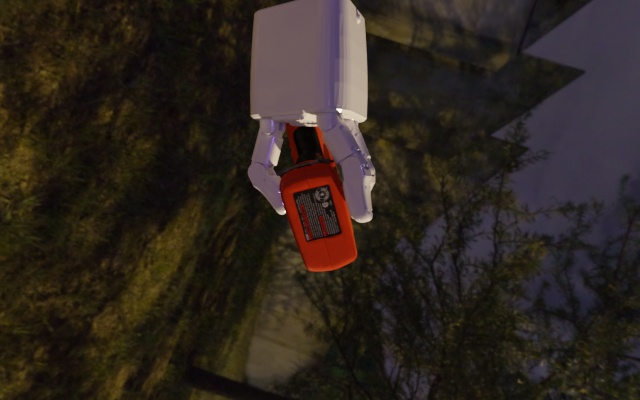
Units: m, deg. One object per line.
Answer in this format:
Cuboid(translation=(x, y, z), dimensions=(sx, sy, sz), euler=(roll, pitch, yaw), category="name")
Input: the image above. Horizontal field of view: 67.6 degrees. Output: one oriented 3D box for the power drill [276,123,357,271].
Cuboid(translation=(0.000, 0.002, 0.530), dimensions=(0.057, 0.184, 0.187), euler=(-17, 20, 3), category="power drill")
